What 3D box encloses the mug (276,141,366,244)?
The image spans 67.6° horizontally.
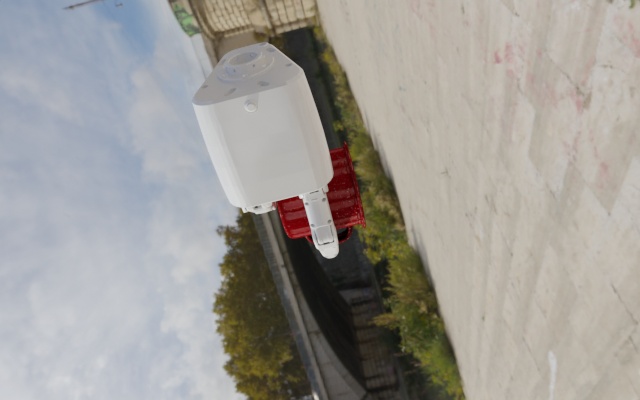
[{"bbox_3d":[0.000,0.003,0.510,0.081,0.117,0.093,-13,37,2],"label":"mug"}]
